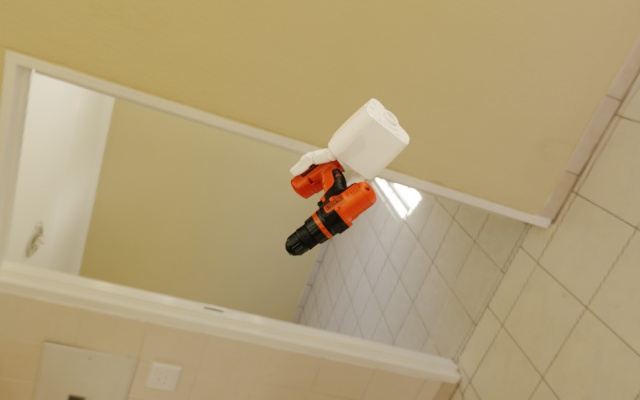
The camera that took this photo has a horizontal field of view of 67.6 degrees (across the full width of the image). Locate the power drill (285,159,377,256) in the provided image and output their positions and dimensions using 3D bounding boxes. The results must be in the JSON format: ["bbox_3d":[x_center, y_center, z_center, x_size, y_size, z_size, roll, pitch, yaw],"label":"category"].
[{"bbox_3d":[0.000,0.002,0.882,0.184,0.057,0.187,-35,33,6],"label":"power drill"}]
